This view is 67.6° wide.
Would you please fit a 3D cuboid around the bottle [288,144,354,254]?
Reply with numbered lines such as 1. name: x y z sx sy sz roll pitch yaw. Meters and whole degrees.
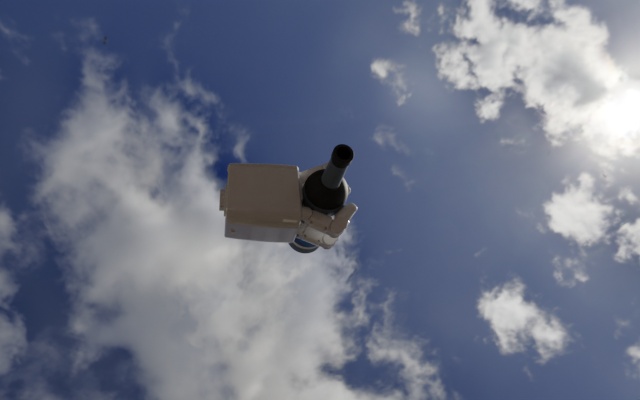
1. bottle: 0.000 0.002 0.731 0.069 0.069 0.296 0 -25 -13
